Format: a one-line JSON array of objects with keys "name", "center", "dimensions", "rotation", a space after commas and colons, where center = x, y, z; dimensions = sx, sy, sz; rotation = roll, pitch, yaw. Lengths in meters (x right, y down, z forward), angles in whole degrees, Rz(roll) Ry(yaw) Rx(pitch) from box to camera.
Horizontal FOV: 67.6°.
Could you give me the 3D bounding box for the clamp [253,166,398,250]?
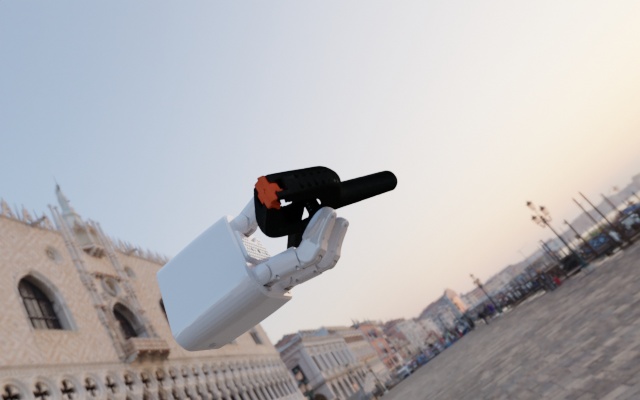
[{"name": "clamp", "center": [-0.001, 0.001, 0.503], "dimensions": [0.164, 0.036, 0.210], "rotation": [-37, -21, 6]}]
